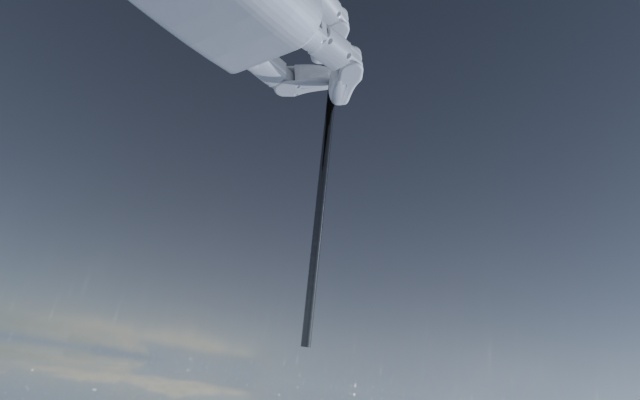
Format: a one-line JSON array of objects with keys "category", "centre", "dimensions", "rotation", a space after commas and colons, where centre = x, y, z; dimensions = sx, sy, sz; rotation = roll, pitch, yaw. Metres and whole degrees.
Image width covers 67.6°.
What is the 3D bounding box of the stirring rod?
[{"category": "stirring rod", "centre": [0.000, 0.001, 0.412], "dimensions": [0.011, 0.239, 0.011], "rotation": [5, -18, 2]}]
